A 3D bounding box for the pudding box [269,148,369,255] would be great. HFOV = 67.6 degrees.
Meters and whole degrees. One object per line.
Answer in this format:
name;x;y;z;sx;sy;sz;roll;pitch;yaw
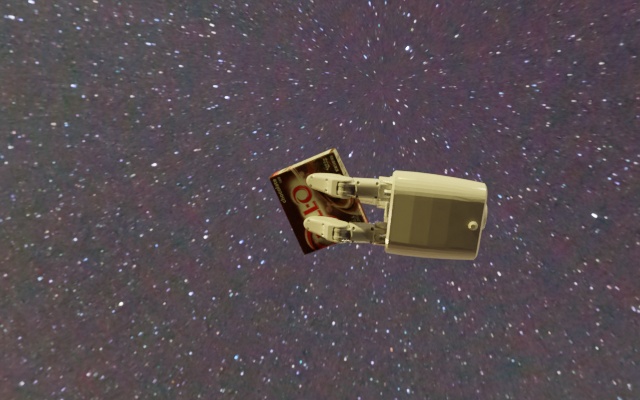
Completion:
pudding box;0.000;0.002;0.604;0.090;0.113;0.039;-22;9;14
